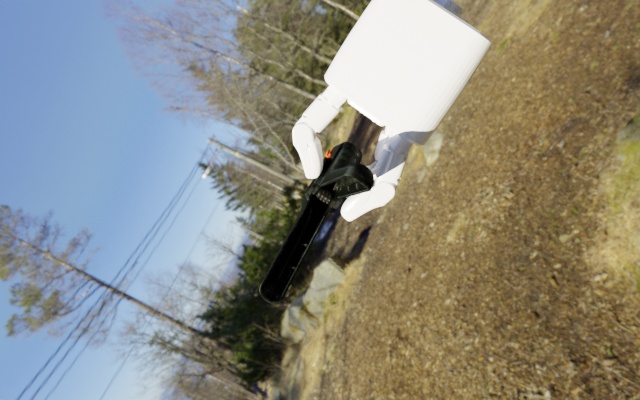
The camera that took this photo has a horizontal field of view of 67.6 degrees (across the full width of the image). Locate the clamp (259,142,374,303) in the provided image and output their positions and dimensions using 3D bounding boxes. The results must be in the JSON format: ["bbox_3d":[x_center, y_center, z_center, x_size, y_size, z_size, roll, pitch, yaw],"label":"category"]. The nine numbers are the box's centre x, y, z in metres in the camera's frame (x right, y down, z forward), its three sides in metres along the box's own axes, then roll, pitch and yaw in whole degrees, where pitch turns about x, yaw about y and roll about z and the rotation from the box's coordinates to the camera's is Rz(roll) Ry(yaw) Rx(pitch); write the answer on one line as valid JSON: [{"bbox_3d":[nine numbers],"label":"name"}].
[{"bbox_3d":[0.000,0.001,0.494,0.036,0.164,0.210,34,22,-8],"label":"clamp"}]
